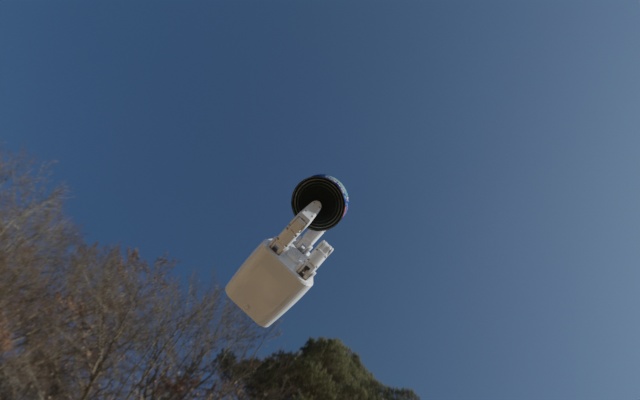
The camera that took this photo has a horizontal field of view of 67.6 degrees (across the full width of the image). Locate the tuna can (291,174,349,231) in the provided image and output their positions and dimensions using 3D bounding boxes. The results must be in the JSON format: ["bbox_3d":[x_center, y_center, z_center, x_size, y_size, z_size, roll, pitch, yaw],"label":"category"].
[{"bbox_3d":[0.000,0.002,0.740,0.086,0.086,0.033,0,11,16],"label":"tuna can"}]
